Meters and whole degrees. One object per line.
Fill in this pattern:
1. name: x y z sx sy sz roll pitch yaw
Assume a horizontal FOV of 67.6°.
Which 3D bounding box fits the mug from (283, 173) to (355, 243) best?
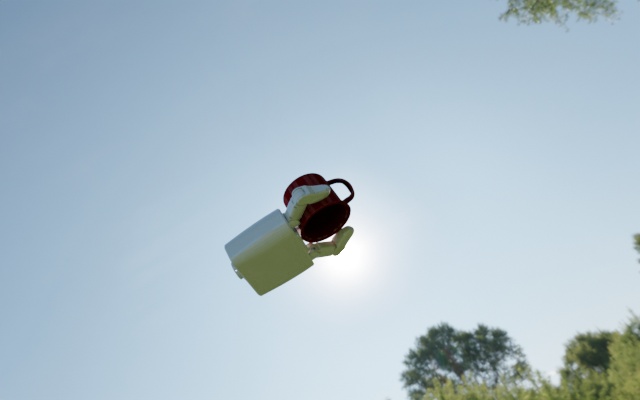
1. mug: 0.001 0.002 0.787 0.117 0.081 0.093 -33 -34 -4
